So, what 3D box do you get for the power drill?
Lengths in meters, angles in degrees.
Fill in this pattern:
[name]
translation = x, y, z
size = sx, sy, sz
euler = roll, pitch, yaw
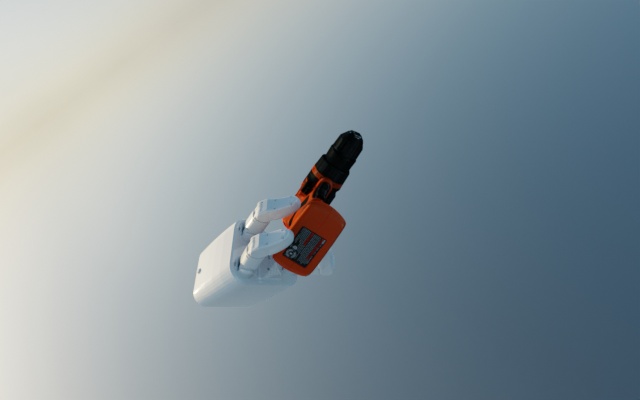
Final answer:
[power drill]
translation = 0.000, 0.003, 0.652
size = 0.057, 0.184, 0.187
euler = 30, 23, -8
